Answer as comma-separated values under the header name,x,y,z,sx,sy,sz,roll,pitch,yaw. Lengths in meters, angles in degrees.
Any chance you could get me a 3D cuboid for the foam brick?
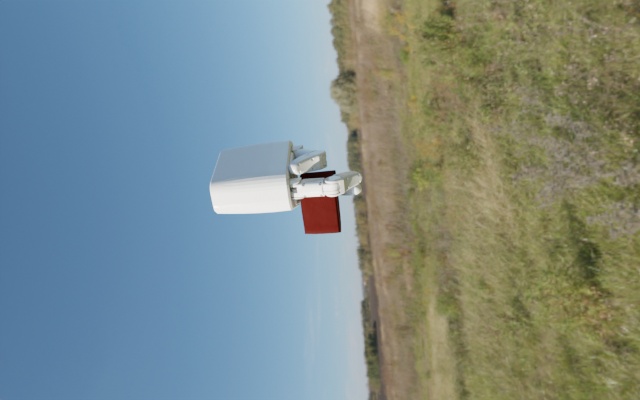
name,x,y,z,sx,sy,sz,roll,pitch,yaw
foam brick,0.000,0.003,0.675,0.051,0.078,0.053,-6,20,4
